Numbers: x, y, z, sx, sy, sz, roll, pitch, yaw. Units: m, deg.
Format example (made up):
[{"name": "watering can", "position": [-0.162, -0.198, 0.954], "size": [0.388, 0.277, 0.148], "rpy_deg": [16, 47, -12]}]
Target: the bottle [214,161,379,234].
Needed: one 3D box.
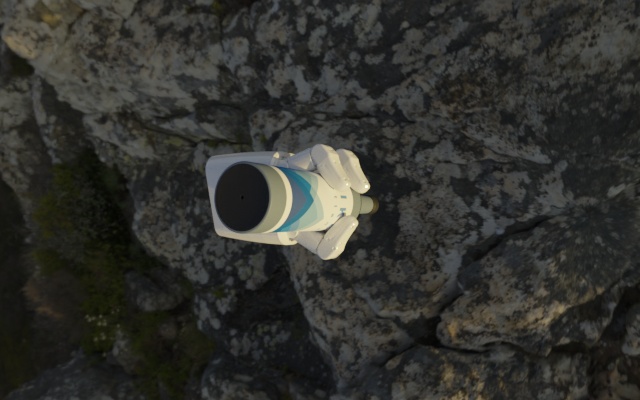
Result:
[{"name": "bottle", "position": [0.000, 0.002, 0.561], "size": [0.069, 0.069, 0.296], "rpy_deg": [0, -2, 29]}]
